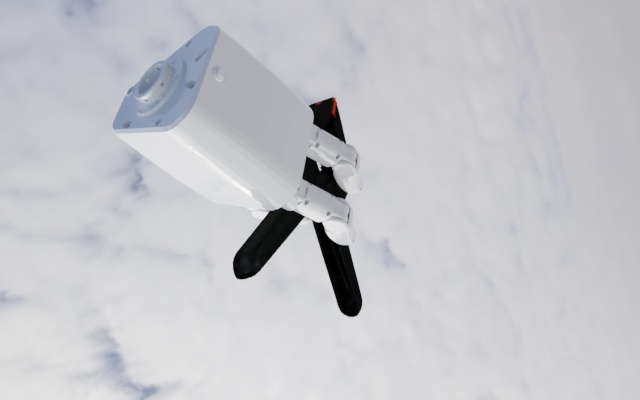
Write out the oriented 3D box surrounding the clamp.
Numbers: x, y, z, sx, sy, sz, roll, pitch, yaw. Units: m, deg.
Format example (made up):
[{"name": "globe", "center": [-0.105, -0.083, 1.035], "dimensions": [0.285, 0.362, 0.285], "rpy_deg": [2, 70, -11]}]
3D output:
[{"name": "clamp", "center": [-0.001, 0.001, 0.451], "dimensions": [0.036, 0.210, 0.165], "rpy_deg": [-10, -34, 33]}]
